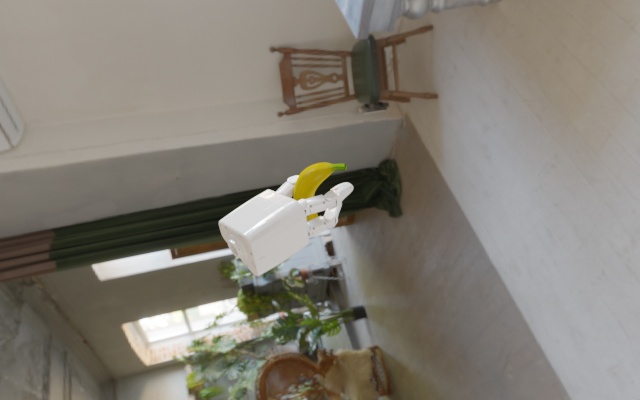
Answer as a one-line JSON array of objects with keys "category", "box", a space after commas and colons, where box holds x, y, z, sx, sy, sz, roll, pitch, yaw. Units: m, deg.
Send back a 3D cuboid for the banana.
[{"category": "banana", "box": [-0.016, -0.008, 0.839, 0.069, 0.037, 0.198, 28, -37, 3]}]
